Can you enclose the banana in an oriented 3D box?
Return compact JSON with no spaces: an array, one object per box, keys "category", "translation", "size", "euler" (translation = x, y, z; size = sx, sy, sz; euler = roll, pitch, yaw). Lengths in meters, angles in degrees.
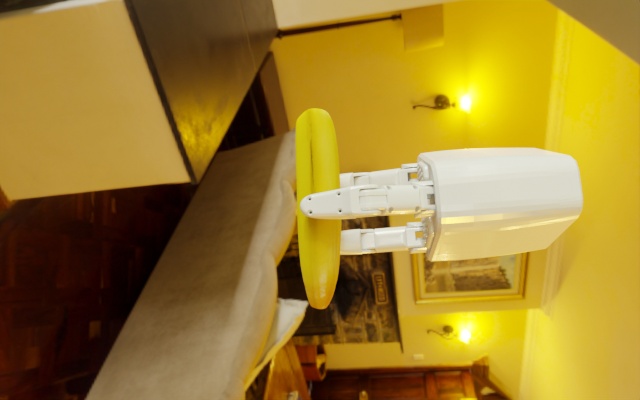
[{"category":"banana","translation":[-0.001,-0.011,0.409],"size":[0.037,0.197,0.070],"euler":[-4,-31,2]}]
